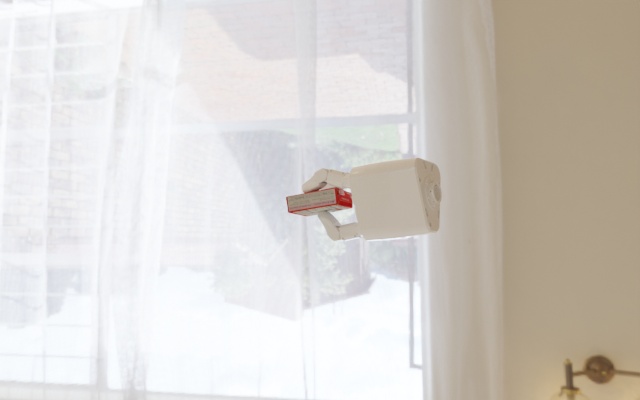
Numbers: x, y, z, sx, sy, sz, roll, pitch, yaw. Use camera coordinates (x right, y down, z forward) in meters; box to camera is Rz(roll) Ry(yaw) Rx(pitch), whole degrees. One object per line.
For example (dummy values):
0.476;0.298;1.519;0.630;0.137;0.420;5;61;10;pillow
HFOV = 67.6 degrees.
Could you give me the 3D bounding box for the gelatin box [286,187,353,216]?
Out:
0.000;0.003;0.771;0.089;0.030;0.073;-11;-10;21;gelatin box
